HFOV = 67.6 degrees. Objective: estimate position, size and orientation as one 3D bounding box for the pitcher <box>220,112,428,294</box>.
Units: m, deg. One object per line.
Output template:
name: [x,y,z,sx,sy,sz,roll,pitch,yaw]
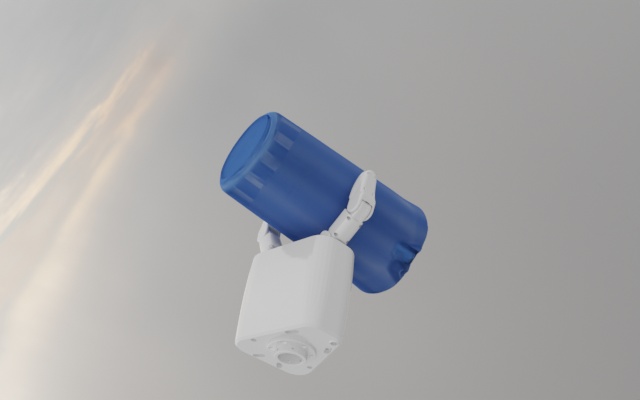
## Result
pitcher: [0.000,0.002,0.591,0.243,0.145,0.149,35,-48,-25]
